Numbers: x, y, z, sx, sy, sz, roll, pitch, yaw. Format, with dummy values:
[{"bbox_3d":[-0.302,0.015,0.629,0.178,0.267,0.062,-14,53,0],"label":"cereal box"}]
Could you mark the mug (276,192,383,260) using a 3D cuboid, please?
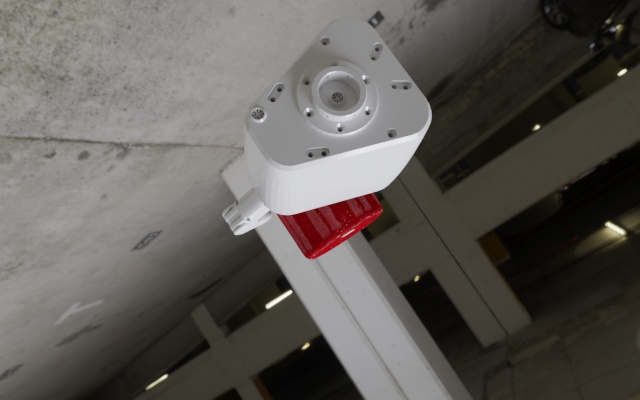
[{"bbox_3d":[0.000,0.002,0.438,0.093,0.081,0.117,-32,-9,-11],"label":"mug"}]
